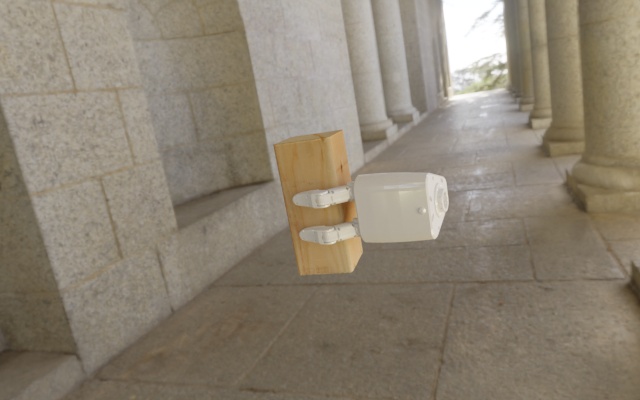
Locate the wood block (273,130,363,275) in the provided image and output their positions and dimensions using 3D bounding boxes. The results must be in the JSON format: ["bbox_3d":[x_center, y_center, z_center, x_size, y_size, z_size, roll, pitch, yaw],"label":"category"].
[{"bbox_3d":[0.001,0.002,0.745,0.090,0.206,0.090,-6,13,17],"label":"wood block"}]
